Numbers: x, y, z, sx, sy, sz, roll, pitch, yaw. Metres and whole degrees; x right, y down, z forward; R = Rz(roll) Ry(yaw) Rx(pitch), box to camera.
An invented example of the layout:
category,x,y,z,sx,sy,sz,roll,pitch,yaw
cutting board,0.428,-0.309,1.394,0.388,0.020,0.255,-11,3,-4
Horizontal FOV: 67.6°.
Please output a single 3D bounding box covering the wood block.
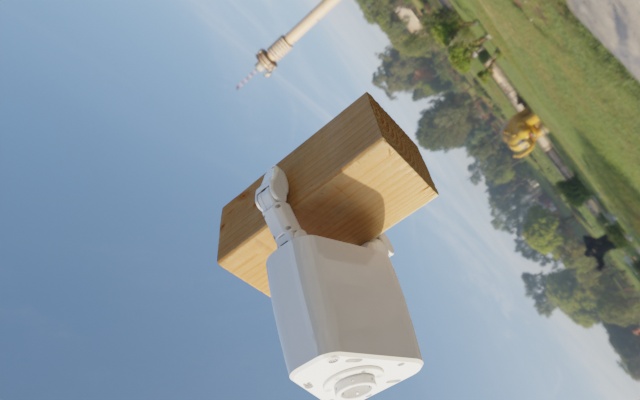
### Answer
category,x,y,z,sx,sy,sz,roll,pitch,yaw
wood block,0.000,0.002,0.484,0.206,0.090,0.091,-36,-56,21
